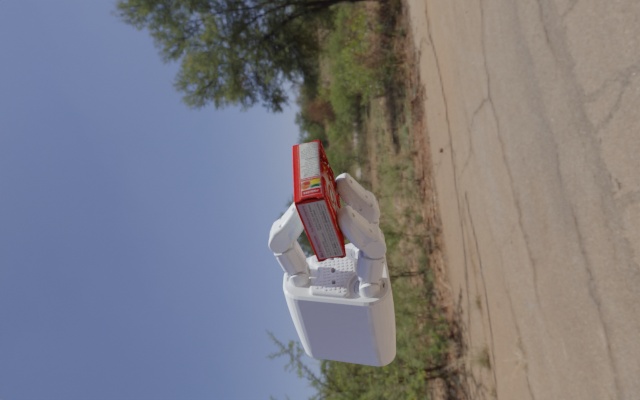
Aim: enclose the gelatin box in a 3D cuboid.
[{"bbox_3d":[0.000,0.001,0.438,0.030,0.073,0.089,-12,-43,8],"label":"gelatin box"}]
